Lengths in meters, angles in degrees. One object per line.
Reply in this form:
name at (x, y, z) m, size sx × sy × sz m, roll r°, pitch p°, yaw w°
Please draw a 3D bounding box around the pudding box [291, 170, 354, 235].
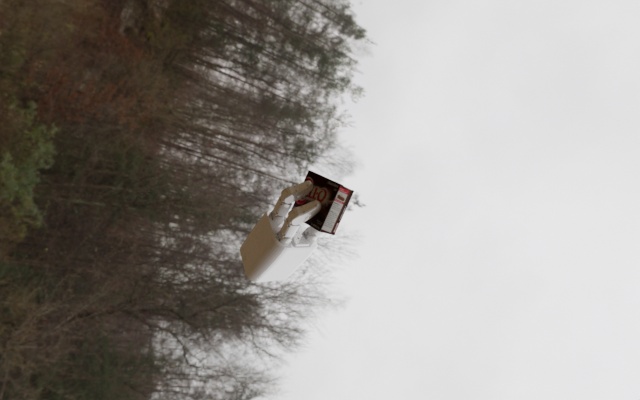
pudding box at (0.000, 0.003, 0.857) m, size 0.039 × 0.090 × 0.113 m, roll 21°, pitch 4°, yaw -38°
